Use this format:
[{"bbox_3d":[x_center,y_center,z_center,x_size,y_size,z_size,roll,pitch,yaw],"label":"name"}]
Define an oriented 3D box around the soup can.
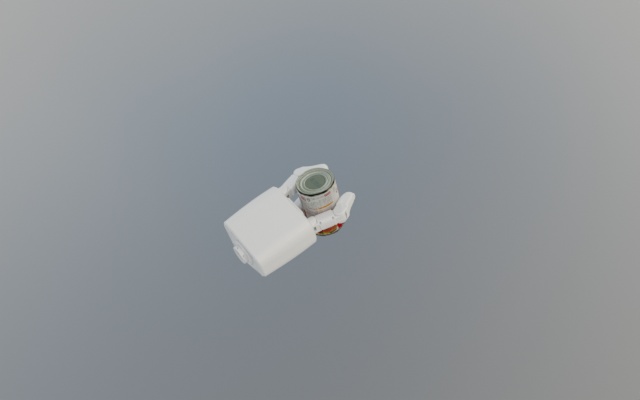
[{"bbox_3d":[0.001,0.002,0.817,0.068,0.068,0.102,0,-44,16],"label":"soup can"}]
